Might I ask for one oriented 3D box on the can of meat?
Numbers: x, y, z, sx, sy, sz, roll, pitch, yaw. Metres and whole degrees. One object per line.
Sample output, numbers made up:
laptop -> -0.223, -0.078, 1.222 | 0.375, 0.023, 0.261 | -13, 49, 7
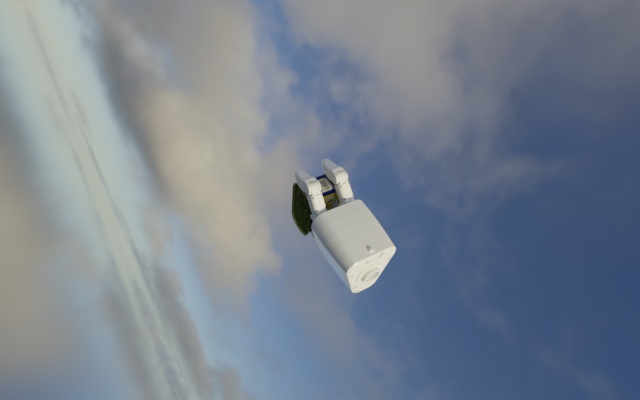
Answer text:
can of meat -> 0.000, 0.003, 0.835 | 0.084, 0.102, 0.057 | -21, 53, -23
